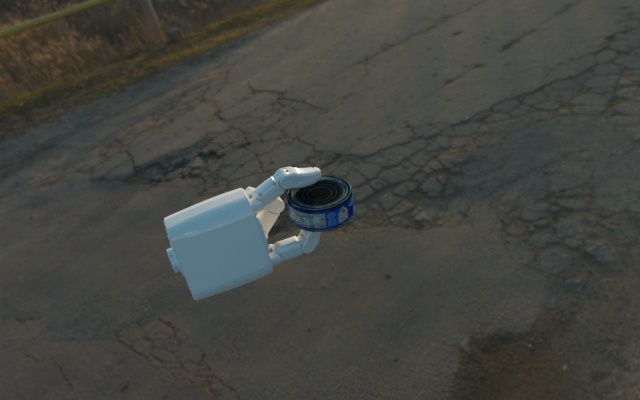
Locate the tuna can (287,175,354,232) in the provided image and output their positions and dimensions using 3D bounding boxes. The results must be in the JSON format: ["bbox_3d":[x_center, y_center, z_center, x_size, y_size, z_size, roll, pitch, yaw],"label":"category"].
[{"bbox_3d":[0.000,0.002,0.617,0.086,0.034,0.086,-5,33,3],"label":"tuna can"}]
